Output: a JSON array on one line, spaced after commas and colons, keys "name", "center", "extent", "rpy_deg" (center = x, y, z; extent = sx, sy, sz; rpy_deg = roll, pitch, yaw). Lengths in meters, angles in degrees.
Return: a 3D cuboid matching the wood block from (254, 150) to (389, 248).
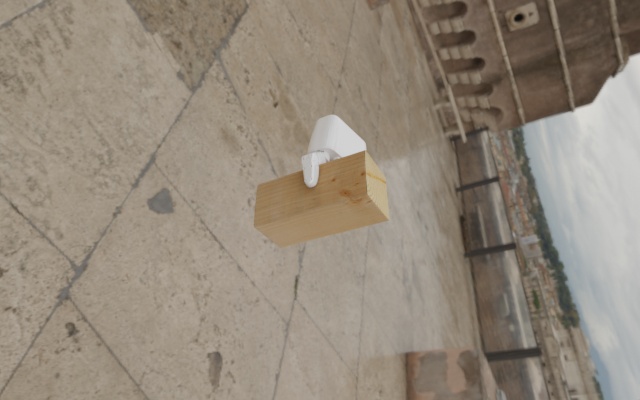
[{"name": "wood block", "center": [0.000, 0.002, 0.804], "extent": [0.206, 0.090, 0.091], "rpy_deg": [-17, -37, 24]}]
